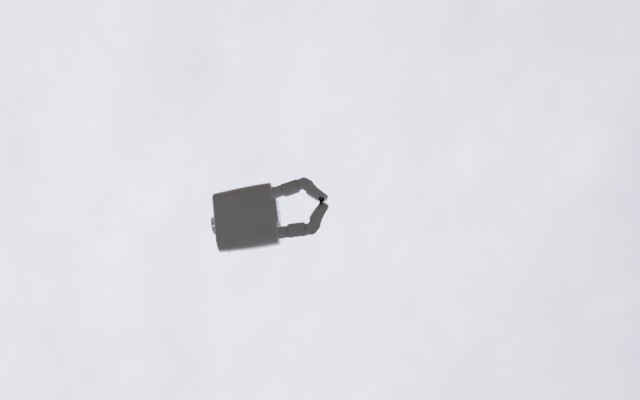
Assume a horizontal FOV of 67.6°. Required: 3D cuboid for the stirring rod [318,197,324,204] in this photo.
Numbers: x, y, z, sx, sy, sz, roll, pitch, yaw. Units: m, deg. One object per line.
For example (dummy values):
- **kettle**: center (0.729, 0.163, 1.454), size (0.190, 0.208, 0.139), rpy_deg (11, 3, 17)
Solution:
- **stirring rod**: center (0.000, 0.003, 0.805), size (0.011, 0.011, 0.239), rpy_deg (0, -2, -1)
